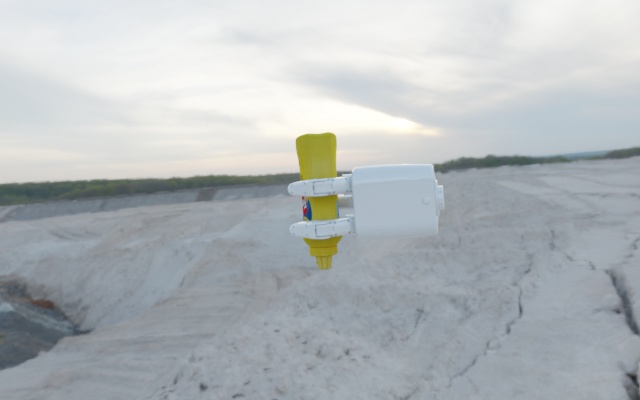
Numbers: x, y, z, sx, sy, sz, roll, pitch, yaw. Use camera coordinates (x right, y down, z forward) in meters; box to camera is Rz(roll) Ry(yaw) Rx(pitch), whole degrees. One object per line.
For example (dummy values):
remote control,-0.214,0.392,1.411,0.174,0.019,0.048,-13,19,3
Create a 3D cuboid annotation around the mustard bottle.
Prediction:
mustard bottle,0.000,0.002,0.682,0.058,0.191,0.096,-5,3,-9
